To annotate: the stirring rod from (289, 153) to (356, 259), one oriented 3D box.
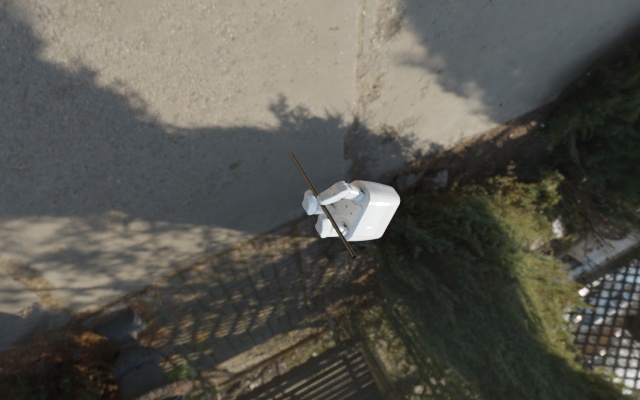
[{"bbox_3d":[0.000,0.003,0.840,0.011,0.239,0.011,-23,-30,-14],"label":"stirring rod"}]
